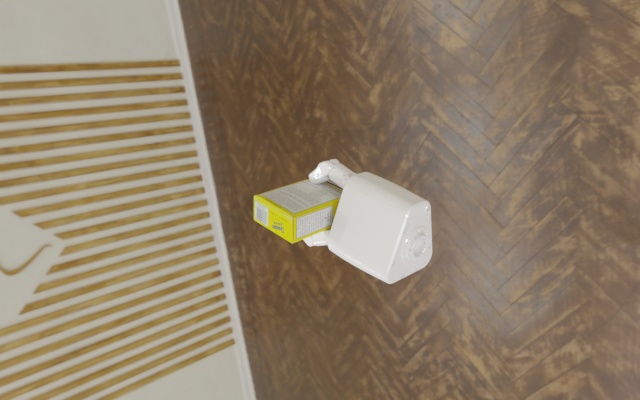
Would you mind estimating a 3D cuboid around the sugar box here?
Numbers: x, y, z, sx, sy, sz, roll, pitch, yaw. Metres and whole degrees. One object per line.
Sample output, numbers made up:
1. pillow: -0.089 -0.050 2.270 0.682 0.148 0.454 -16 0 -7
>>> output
1. sugar box: 0.000 0.003 0.695 0.176 0.048 0.093 -16 30 -38
